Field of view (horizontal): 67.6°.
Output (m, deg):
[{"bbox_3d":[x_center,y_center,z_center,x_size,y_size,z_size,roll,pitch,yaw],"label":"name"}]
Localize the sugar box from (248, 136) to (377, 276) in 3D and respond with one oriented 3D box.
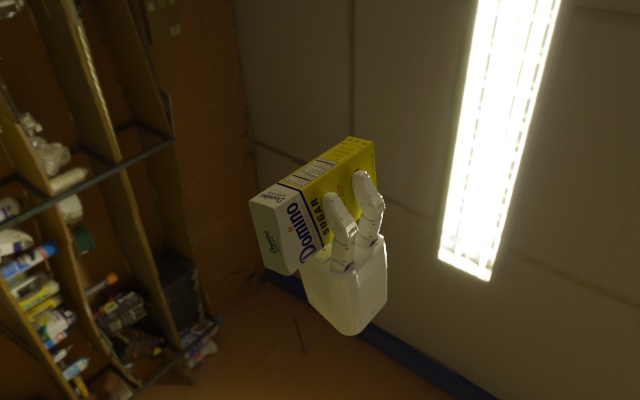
[{"bbox_3d":[0.001,0.002,0.563,0.048,0.093,0.176,16,40,35],"label":"sugar box"}]
